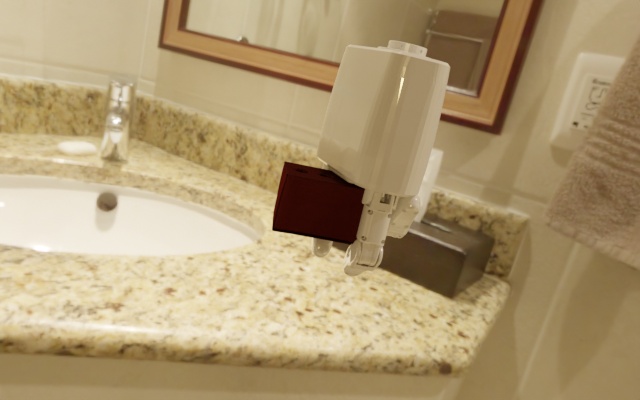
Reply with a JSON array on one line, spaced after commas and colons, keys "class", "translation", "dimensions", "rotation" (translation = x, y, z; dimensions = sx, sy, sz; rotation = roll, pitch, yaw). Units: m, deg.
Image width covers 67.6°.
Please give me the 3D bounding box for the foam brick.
[{"class": "foam brick", "translation": [0.000, 0.001, 0.421], "dimensions": [0.078, 0.051, 0.053], "rotation": [11, 17, -9]}]
